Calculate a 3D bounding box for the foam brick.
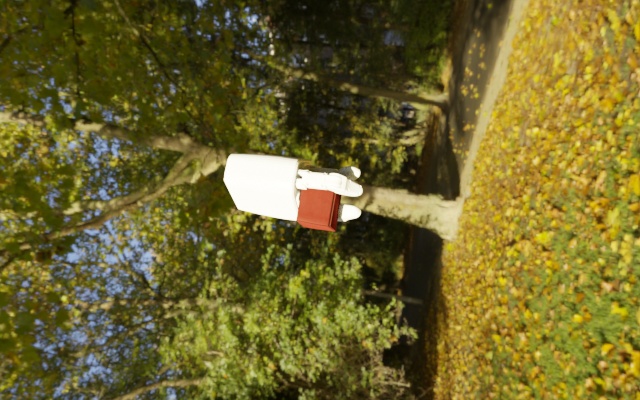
[{"bbox_3d":[0.000,0.003,0.706,0.051,0.078,0.053,7,-12,12],"label":"foam brick"}]
